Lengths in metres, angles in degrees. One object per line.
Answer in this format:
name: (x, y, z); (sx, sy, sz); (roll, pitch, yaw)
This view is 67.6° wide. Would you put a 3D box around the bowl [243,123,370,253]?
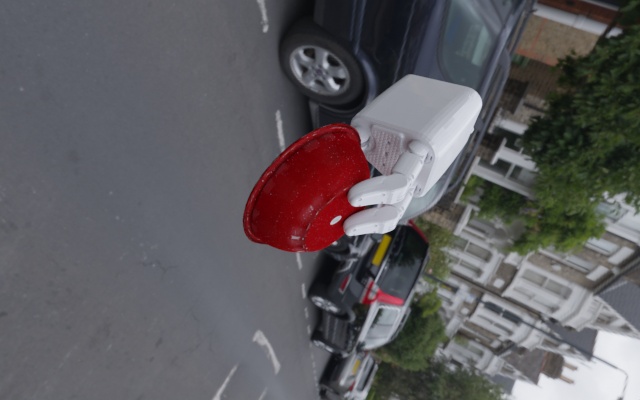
bowl: (-0.001, 0.003, 0.497); (0.055, 0.162, 0.162); (45, 23, 25)
